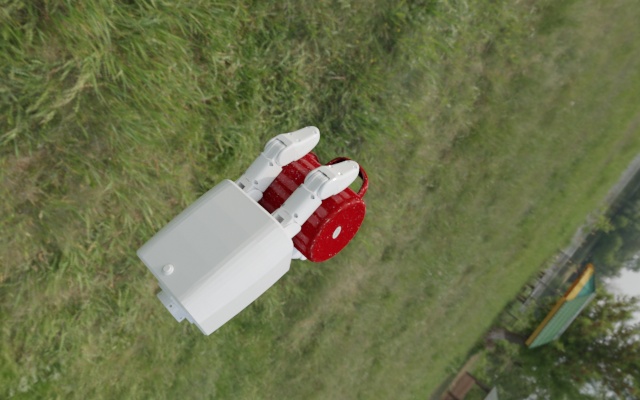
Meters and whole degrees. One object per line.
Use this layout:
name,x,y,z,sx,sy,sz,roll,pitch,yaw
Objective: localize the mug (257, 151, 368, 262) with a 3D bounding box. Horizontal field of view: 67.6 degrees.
mug,0.001,0.001,0.492,0.081,0.117,0.093,40,-21,27
